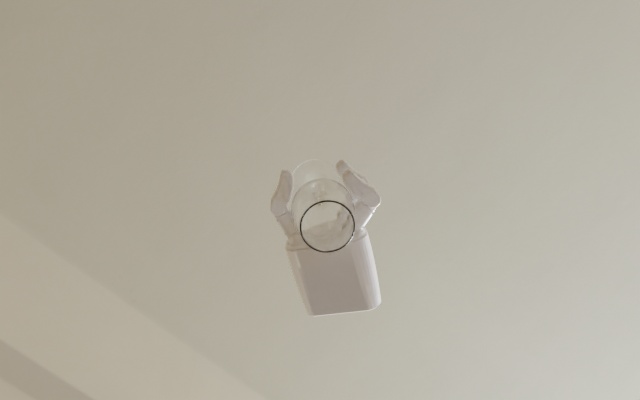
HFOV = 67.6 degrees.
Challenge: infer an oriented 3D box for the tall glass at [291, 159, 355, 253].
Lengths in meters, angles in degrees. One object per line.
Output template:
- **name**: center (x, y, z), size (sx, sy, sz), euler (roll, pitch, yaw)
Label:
- **tall glass**: center (0.000, 0.002, 0.620), size (0.079, 0.079, 0.201), euler (0, 16, -5)
